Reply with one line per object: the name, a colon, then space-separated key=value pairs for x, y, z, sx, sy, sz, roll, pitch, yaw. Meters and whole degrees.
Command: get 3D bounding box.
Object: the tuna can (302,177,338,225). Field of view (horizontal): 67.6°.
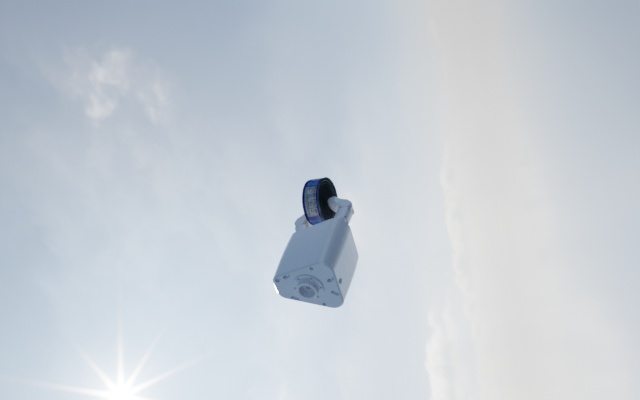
tuna can: x=0.000 y=0.003 z=0.848 sx=0.034 sy=0.086 sz=0.086 roll=-6 pitch=-3 yaw=24
